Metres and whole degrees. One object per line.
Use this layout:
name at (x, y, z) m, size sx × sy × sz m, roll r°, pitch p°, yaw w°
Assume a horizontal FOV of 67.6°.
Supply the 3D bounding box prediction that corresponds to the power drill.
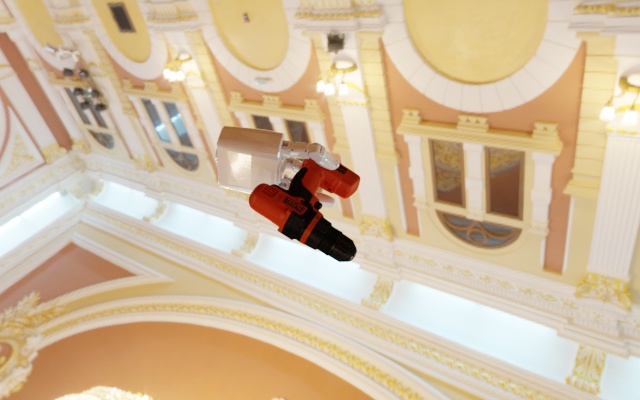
power drill at (0.000, 0.002, 0.776) m, size 0.184 × 0.057 × 0.187 m, roll 33°, pitch 37°, yaw 4°
